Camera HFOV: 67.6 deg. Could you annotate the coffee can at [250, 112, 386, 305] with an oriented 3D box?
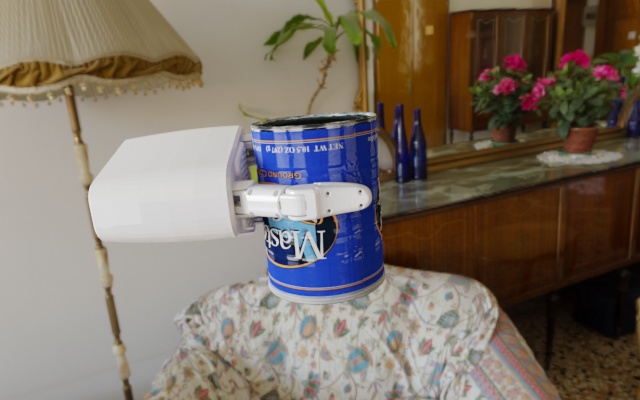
[{"bbox_3d":[0.000,0.001,0.403,0.103,0.140,0.102,-5,14,1],"label":"coffee can"}]
